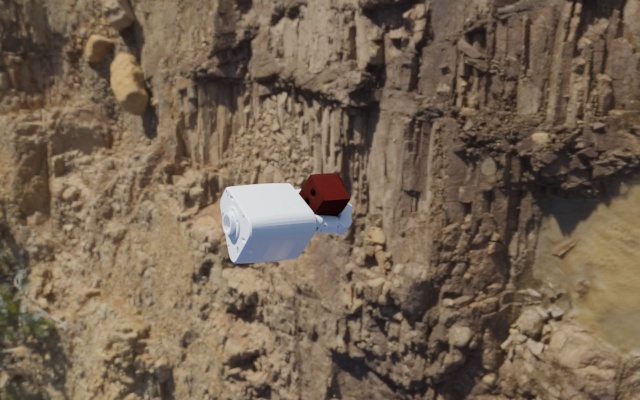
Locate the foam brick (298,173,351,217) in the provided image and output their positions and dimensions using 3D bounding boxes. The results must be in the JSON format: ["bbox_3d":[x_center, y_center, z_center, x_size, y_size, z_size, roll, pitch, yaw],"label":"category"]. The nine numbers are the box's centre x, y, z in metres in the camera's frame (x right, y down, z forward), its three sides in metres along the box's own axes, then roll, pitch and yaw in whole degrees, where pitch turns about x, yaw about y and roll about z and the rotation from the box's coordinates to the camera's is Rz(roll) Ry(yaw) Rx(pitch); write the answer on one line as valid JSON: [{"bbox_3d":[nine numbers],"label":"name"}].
[{"bbox_3d":[0.000,0.002,0.733,0.051,0.053,0.078,-2,-38,-34],"label":"foam brick"}]
